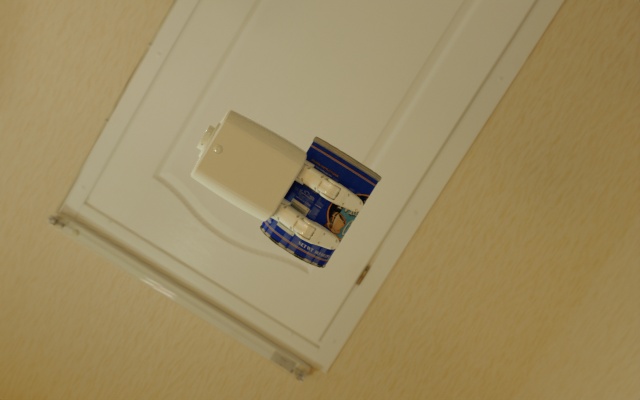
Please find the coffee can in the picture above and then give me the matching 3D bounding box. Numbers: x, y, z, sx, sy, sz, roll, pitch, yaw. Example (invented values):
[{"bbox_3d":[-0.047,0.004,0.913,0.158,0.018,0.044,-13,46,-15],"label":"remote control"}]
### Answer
[{"bbox_3d":[0.000,0.002,0.629,0.103,0.140,0.103,32,4,-3],"label":"coffee can"}]
